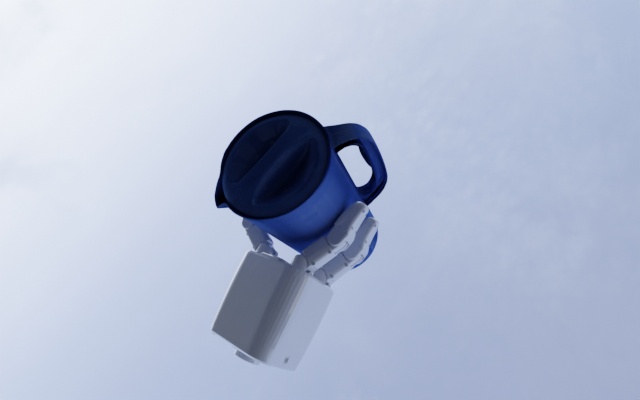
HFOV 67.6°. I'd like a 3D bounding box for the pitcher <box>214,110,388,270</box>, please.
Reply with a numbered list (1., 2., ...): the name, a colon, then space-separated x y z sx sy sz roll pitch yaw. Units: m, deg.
1. pitcher: 0.000 0.002 0.597 0.149 0.145 0.243 17 -16 29
